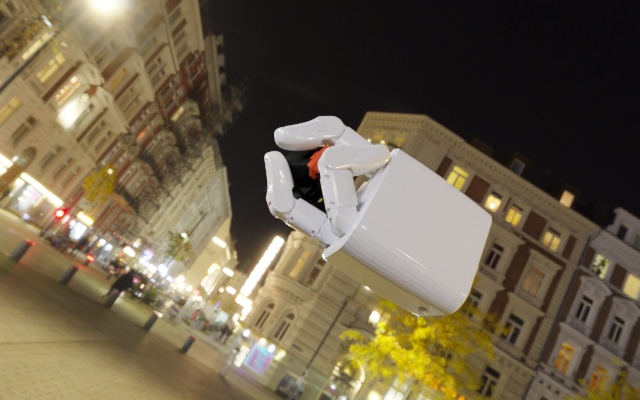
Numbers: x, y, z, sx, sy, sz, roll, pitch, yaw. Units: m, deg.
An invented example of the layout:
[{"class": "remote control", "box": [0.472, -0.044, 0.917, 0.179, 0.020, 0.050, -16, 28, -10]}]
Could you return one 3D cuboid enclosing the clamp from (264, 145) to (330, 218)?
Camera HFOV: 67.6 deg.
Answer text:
[{"class": "clamp", "box": [0.000, 0.001, 0.487, 0.120, 0.039, 0.171, 34, -18, -2]}]
